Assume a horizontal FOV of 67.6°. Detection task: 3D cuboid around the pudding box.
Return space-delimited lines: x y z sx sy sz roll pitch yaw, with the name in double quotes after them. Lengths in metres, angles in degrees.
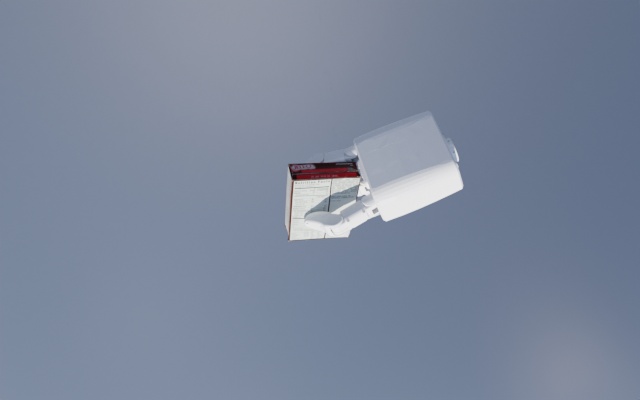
0.000 0.002 0.634 0.090 0.114 0.039 -2 40 -11 "pudding box"
